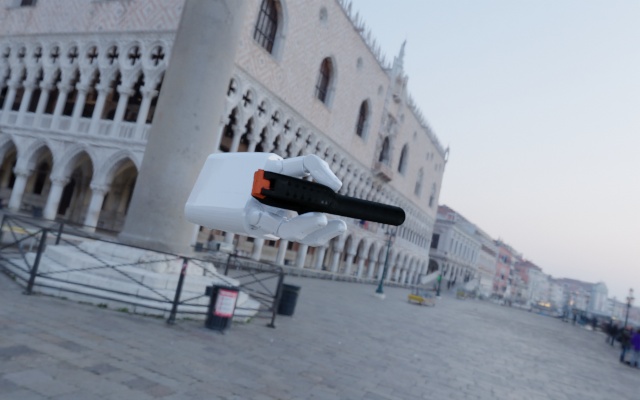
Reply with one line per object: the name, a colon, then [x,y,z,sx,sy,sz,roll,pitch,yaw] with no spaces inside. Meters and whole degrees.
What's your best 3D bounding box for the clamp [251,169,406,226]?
clamp: [0.000,0.001,0.579,0.164,0.036,0.210,2,-11,28]
